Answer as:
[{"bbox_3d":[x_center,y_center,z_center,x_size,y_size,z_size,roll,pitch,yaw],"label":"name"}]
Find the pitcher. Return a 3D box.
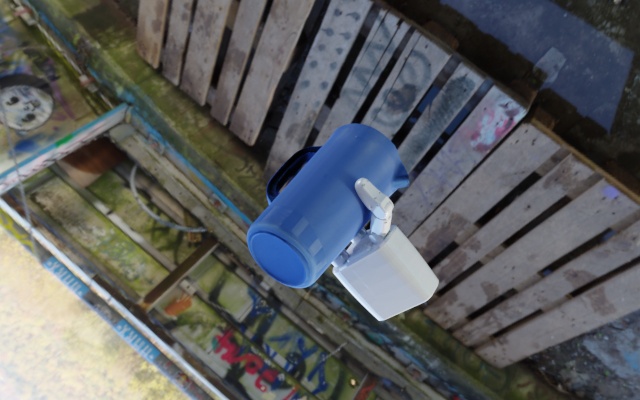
[{"bbox_3d":[0.000,0.002,0.678,0.149,0.145,0.242,-30,13,50],"label":"pitcher"}]
